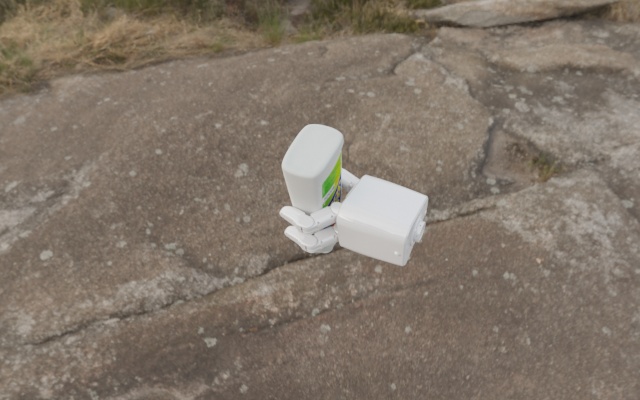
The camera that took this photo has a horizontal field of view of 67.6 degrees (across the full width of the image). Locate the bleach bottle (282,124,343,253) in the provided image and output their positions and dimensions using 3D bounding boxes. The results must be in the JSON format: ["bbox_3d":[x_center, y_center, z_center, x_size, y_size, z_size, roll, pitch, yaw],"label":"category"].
[{"bbox_3d":[0.000,0.003,0.764,0.068,0.102,0.251,19,-31,20],"label":"bleach bottle"}]
